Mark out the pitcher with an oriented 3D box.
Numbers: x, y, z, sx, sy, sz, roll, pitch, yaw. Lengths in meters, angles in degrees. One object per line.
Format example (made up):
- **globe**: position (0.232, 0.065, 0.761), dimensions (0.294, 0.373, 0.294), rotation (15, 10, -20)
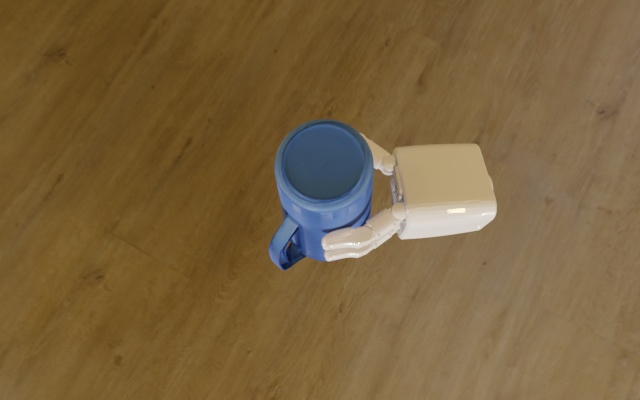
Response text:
- **pitcher**: position (0.000, 0.002, 0.617), dimensions (0.145, 0.149, 0.243), rotation (-3, -17, 1)
